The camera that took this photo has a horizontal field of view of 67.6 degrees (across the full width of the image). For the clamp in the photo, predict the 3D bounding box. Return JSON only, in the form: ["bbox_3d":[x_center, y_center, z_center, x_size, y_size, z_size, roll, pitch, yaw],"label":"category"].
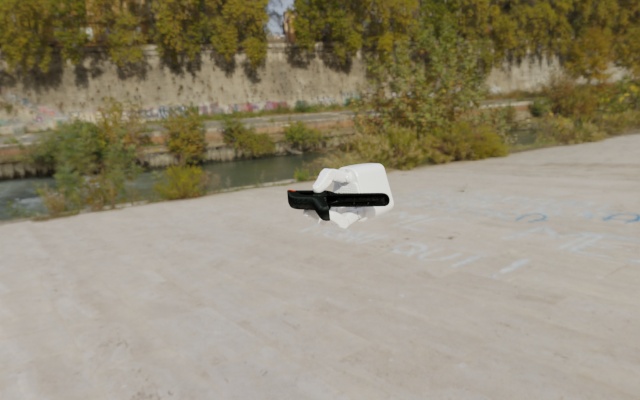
[{"bbox_3d":[0.000,0.002,0.896,0.210,0.036,0.164,6,13,41],"label":"clamp"}]
